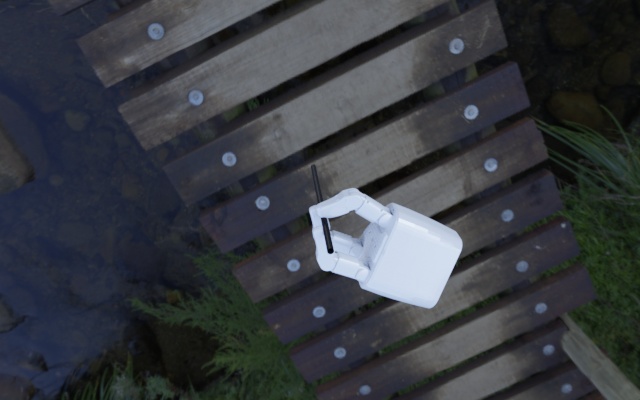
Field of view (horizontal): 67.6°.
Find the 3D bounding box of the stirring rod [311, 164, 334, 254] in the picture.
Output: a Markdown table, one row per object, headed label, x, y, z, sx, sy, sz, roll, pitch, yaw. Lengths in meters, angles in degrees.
| label | x | y | z | sx | sy | sz | roll | pitch | yaw |
| --- | --- | --- | --- | --- | --- | --- | --- | --- | --- |
| stirring rod | 0.000 | 0.002 | 0.642 | 0.011 | 0.011 | 0.239 | 0 | 27 | -6 |
